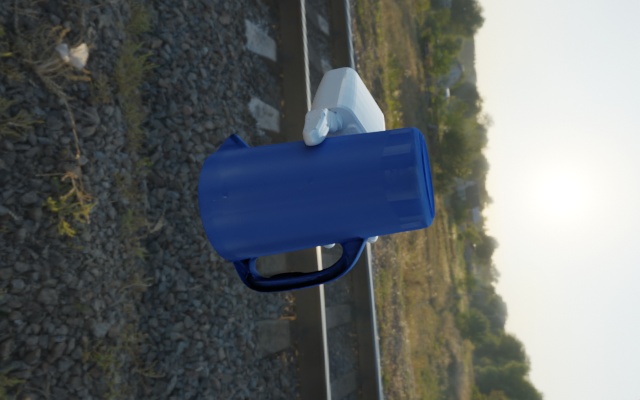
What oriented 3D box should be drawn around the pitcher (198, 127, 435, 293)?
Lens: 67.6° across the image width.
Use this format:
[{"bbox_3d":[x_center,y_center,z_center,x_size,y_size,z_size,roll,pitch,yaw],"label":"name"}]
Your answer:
[{"bbox_3d":[0.000,0.002,0.535,0.243,0.149,0.145,-8,39,17],"label":"pitcher"}]
